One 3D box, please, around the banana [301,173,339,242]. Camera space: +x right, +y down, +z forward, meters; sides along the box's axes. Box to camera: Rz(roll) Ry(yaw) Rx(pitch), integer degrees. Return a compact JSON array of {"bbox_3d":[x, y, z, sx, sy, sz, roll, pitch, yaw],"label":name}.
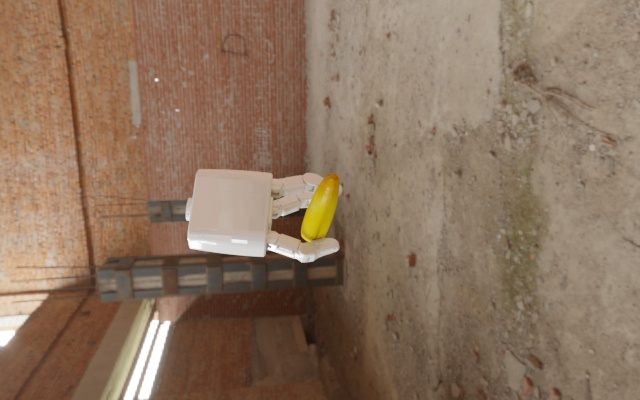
[{"bbox_3d":[-0.004,0.021,0.665,0.037,0.069,0.198,12,-15,-2],"label":"banana"}]
